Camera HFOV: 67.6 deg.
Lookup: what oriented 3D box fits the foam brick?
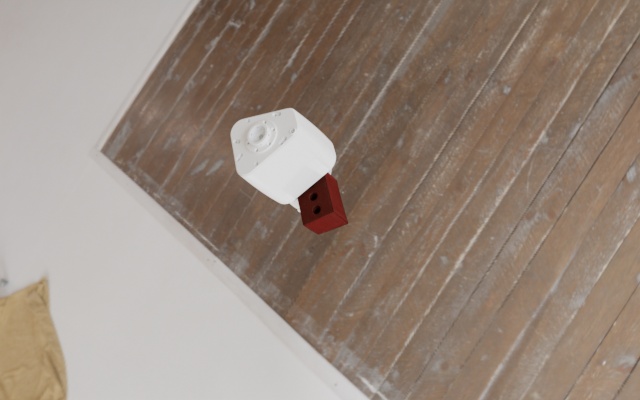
[{"bbox_3d":[0.000,0.003,0.710,0.053,0.078,0.051,-24,-29,18],"label":"foam brick"}]
